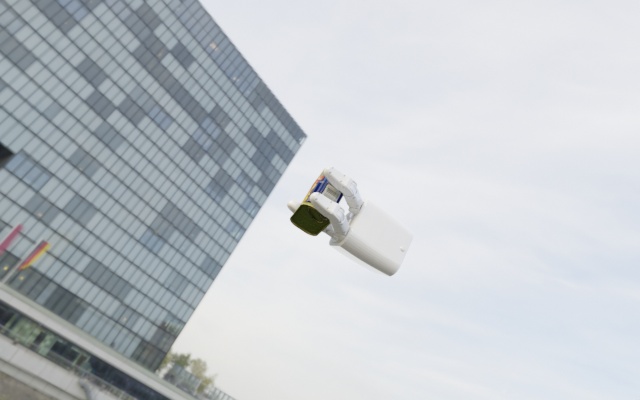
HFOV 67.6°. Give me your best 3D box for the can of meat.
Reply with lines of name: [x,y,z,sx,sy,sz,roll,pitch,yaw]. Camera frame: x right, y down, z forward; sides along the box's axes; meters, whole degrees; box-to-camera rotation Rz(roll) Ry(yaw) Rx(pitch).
can of meat: [0.000,0.002,0.812,0.057,0.084,0.102,33,-27,-4]
